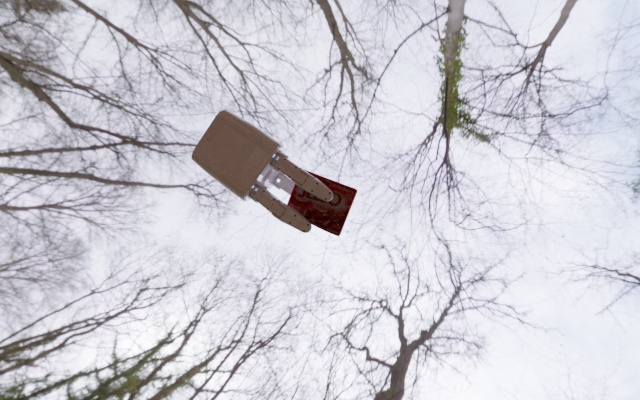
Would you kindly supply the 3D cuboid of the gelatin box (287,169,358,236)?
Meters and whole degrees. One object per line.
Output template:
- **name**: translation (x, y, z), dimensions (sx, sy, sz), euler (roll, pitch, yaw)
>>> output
- **gelatin box**: translation (0.000, 0.002, 0.696), dimensions (0.089, 0.073, 0.030), euler (22, 2, 5)
